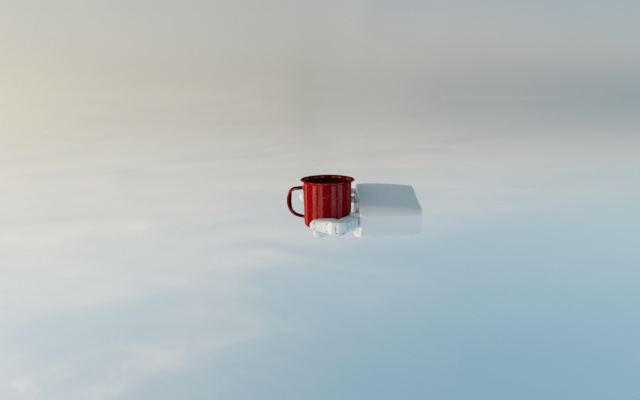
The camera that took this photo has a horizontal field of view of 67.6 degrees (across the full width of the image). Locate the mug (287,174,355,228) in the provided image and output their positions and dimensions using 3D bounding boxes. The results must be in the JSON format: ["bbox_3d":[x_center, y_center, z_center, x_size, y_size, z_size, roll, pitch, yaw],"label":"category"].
[{"bbox_3d":[-0.001,0.003,0.820,0.117,0.081,0.093,-1,12,0],"label":"mug"}]
